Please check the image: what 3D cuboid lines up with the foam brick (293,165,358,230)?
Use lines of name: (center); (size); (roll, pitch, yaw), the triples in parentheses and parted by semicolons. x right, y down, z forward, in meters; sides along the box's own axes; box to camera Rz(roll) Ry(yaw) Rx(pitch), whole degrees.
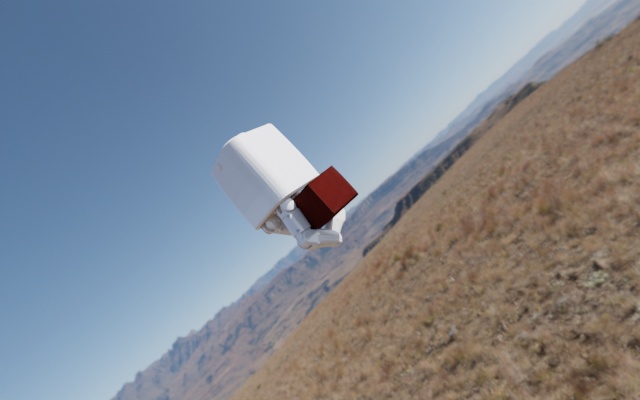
foam brick: (0.000, 0.002, 0.619); (0.053, 0.051, 0.078); (-38, -5, -37)
